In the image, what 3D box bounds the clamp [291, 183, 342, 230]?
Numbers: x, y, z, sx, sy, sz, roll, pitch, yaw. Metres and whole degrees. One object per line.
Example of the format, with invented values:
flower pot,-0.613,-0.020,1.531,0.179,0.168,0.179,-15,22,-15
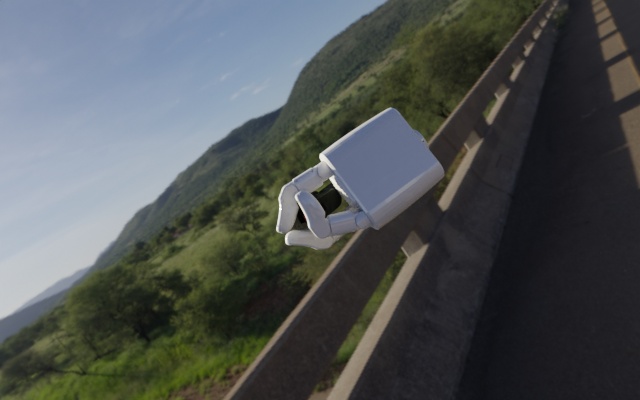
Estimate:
clamp,0.000,0.002,0.653,0.120,0.039,0.171,-37,8,-3
